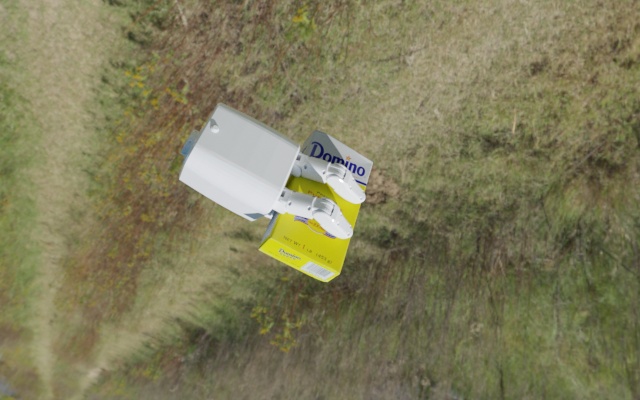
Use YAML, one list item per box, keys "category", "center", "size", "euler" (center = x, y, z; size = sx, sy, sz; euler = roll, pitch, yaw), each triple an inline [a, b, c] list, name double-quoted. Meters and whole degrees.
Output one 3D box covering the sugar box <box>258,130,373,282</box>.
- category: "sugar box"
  center: [0.000, 0.002, 0.587]
  size: [0.093, 0.176, 0.048]
  euler: [29, -34, -14]
